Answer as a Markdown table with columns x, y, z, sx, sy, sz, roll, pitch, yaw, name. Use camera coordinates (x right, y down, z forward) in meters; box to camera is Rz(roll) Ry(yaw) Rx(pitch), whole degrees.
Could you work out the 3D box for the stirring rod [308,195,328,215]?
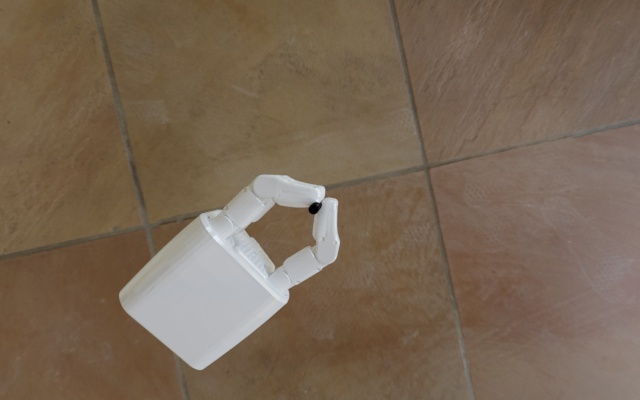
| x | y | z | sx | sy | sz | roll | pitch | yaw | name |
| --- | --- | --- | --- | --- | --- | --- | --- | --- | --- |
| 0.000 | 0.002 | 0.488 | 0.011 | 0.011 | 0.239 | 0 | 3 | 3 | stirring rod |
